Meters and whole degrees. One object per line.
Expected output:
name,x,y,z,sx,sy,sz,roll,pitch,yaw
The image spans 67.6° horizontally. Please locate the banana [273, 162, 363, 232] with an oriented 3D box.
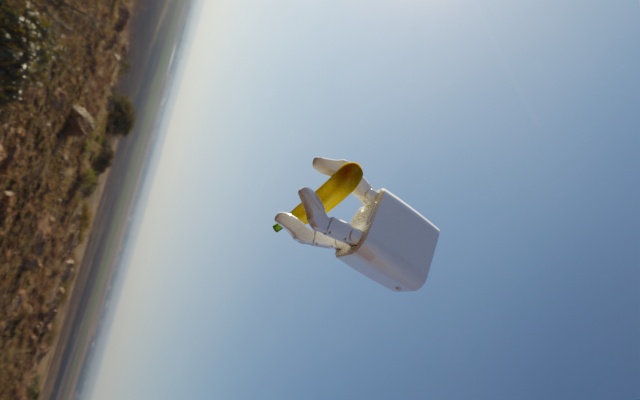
banana,0.009,-0.005,0.657,0.069,0.037,0.198,-39,0,-44
